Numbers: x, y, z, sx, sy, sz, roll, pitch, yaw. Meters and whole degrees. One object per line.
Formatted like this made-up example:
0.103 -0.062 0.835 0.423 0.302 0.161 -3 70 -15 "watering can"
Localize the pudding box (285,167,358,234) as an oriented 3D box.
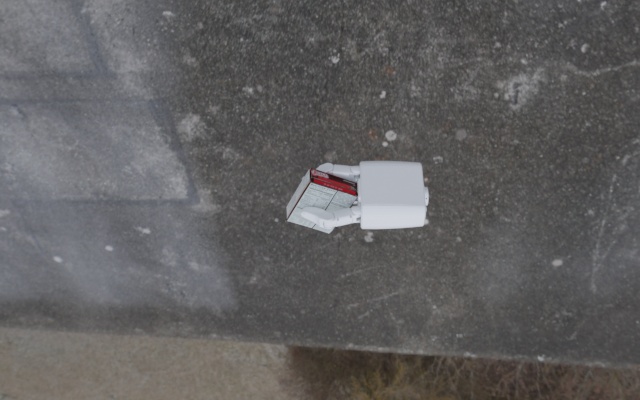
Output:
0.000 0.003 0.822 0.090 0.039 0.113 18 -48 -18 "pudding box"
